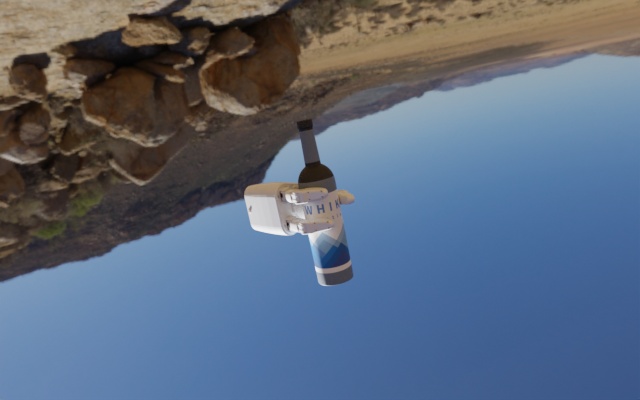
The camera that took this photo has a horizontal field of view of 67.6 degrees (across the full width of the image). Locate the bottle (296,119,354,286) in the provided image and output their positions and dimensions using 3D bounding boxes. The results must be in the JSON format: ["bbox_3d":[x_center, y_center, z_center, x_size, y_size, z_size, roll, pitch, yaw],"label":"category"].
[{"bbox_3d":[0.000,0.003,0.853,0.069,0.296,0.069,-11,11,2],"label":"bottle"}]
